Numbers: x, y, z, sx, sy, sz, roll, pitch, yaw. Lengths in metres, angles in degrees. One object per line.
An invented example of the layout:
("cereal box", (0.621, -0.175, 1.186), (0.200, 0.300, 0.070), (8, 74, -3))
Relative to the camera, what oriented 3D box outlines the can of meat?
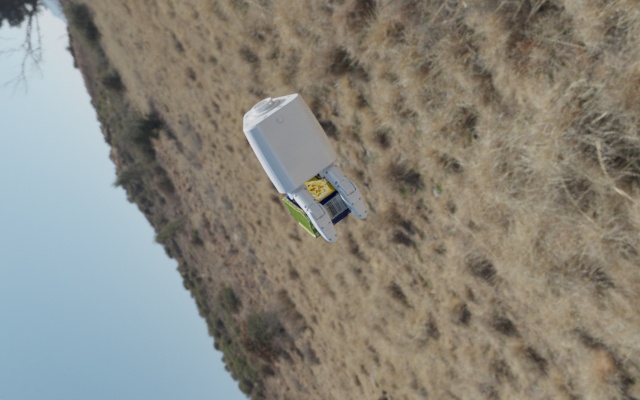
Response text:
("can of meat", (0.000, 0.003, 0.722), (0.084, 0.057, 0.102), (-36, 28, -11))
